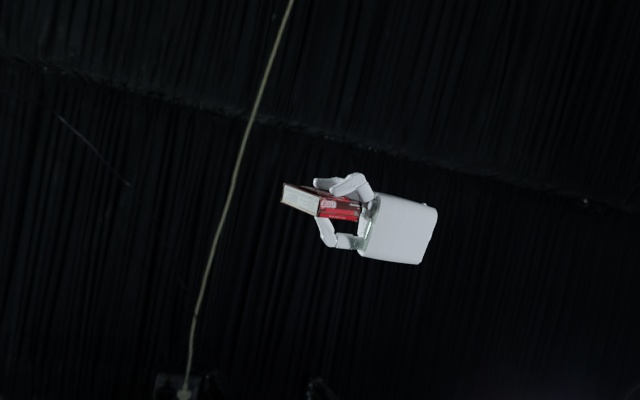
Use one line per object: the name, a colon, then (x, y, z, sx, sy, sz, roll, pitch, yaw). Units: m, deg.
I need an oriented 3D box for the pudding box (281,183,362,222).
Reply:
pudding box: (0.000, 0.003, 0.802, 0.090, 0.039, 0.113, 9, 5, -38)
